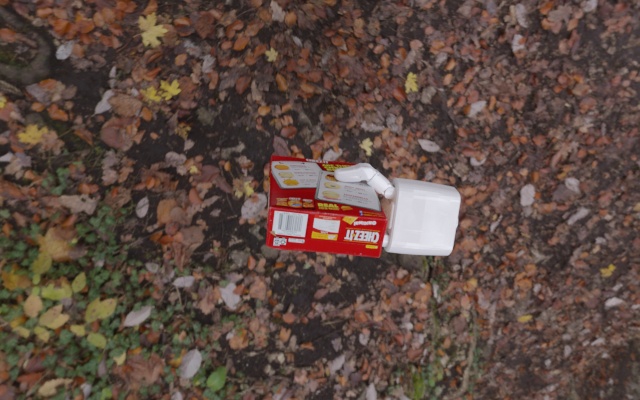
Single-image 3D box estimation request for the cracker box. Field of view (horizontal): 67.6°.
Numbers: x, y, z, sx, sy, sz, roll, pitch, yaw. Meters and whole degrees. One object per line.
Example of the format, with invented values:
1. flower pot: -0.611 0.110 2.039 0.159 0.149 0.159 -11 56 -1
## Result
1. cracker box: 0.000 0.002 0.741 0.164 0.072 0.213 6 24 -7
